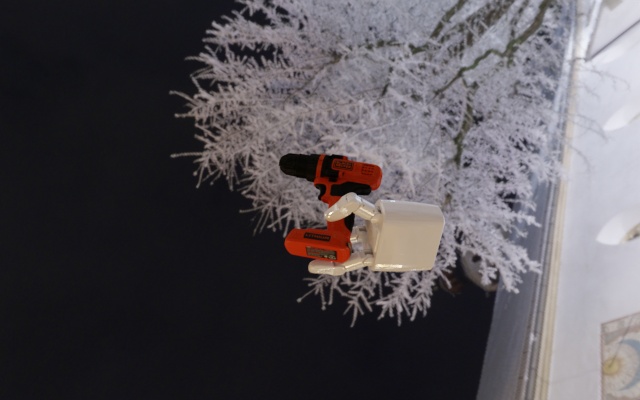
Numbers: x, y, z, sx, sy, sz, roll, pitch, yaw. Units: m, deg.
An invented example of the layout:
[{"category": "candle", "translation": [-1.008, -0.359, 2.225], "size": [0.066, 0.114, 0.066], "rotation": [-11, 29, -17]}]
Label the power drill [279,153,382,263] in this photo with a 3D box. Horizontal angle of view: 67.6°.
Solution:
[{"category": "power drill", "translation": [0.000, 0.003, 0.801], "size": [0.184, 0.187, 0.057], "rotation": [9, -30, 12]}]
